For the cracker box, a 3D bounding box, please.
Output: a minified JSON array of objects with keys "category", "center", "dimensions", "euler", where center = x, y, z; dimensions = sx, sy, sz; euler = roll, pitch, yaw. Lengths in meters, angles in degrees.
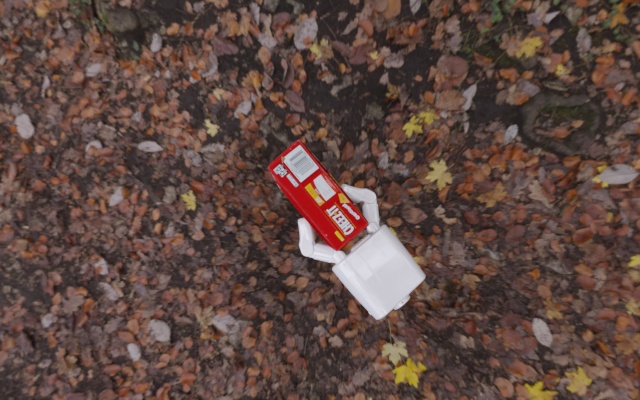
[{"category":"cracker box","center":[0.000,0.002,0.789],"dimensions":[0.072,0.164,0.214],"euler":[-40,-6,-2]}]
